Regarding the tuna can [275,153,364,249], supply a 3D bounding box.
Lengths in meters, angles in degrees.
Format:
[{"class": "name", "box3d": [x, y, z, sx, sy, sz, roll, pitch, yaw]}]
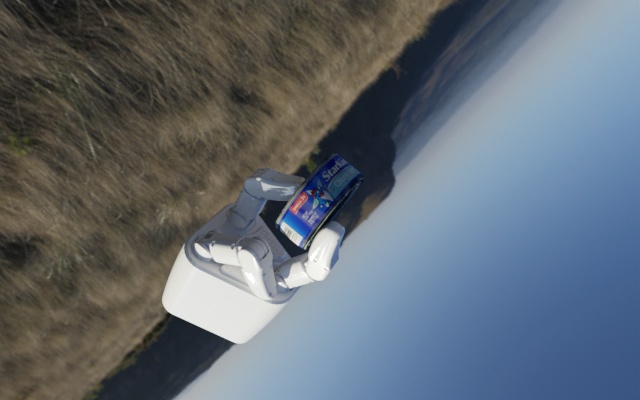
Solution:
[{"class": "tuna can", "box3d": [0.001, 0.002, 0.422, 0.034, 0.086, 0.086, 39, 5, 6]}]
